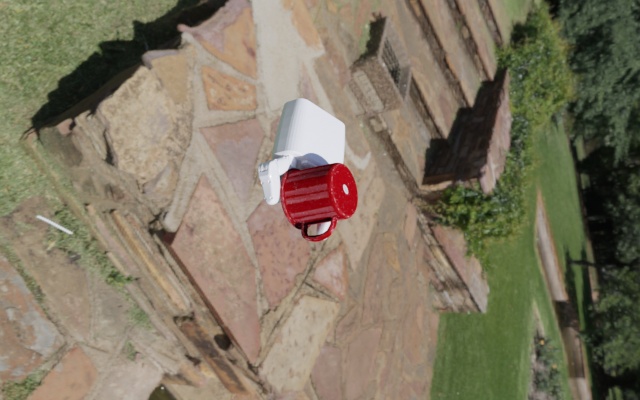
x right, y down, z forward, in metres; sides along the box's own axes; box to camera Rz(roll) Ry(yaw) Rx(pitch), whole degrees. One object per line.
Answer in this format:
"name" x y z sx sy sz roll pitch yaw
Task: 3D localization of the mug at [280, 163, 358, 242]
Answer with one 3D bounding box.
"mug" 0.000 0.003 0.683 0.081 0.117 0.093 -10 -30 31
